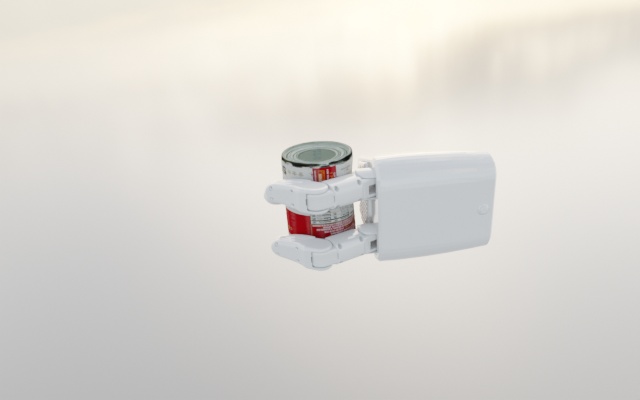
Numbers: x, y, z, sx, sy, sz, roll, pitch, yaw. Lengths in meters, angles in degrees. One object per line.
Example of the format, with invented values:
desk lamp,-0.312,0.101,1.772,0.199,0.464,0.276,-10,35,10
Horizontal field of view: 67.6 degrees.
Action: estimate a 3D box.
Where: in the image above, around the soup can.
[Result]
soup can,0.000,0.001,0.455,0.068,0.102,0.068,-3,24,2
